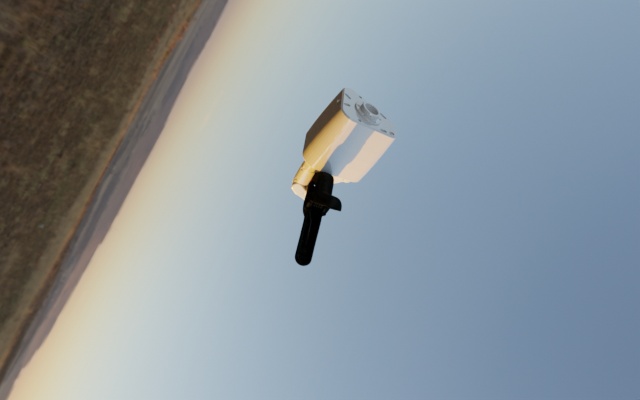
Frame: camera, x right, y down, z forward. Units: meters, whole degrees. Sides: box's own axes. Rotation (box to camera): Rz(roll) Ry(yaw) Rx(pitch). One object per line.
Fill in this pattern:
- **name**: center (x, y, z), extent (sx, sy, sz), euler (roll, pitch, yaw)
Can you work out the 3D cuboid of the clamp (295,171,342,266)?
- **clamp**: center (0.001, 0.003, 0.713), extent (0.039, 0.171, 0.120), euler (25, -52, -19)
